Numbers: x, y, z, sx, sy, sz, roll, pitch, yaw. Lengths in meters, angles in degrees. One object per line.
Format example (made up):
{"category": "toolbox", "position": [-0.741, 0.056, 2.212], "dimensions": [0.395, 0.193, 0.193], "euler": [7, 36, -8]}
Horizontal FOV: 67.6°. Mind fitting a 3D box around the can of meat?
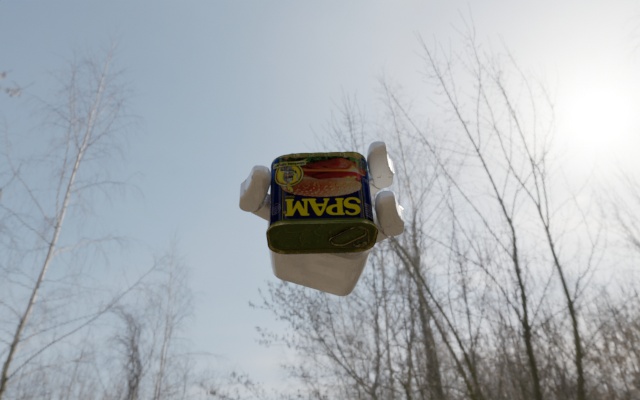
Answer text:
{"category": "can of meat", "position": [0.000, 0.001, 0.461], "dimensions": [0.102, 0.084, 0.057], "euler": [-1, -34, -2]}
